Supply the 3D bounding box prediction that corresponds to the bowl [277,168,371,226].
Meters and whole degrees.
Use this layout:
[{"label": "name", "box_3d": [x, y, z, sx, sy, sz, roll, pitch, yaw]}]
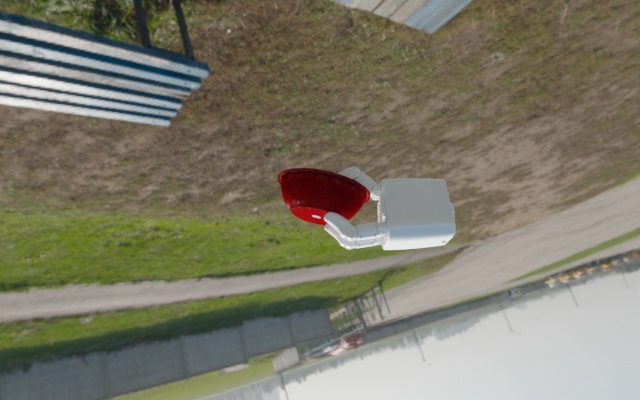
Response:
[{"label": "bowl", "box_3d": [-0.001, 0.003, 0.804, 0.162, 0.055, 0.162, 12, -18, 4]}]
